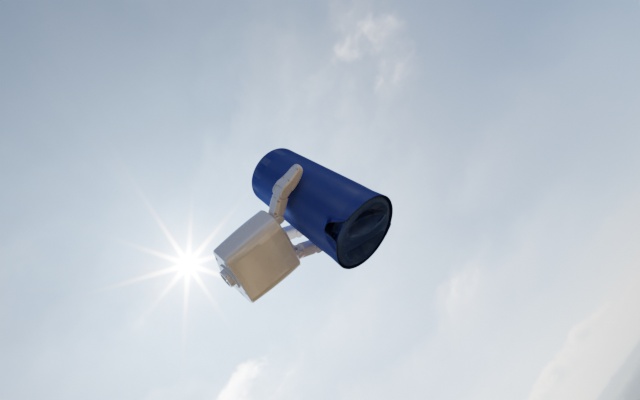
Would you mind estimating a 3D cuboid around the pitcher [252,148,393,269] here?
[{"bbox_3d":[0.000,0.003,0.827,0.145,0.149,0.242,-41,52,-21],"label":"pitcher"}]
